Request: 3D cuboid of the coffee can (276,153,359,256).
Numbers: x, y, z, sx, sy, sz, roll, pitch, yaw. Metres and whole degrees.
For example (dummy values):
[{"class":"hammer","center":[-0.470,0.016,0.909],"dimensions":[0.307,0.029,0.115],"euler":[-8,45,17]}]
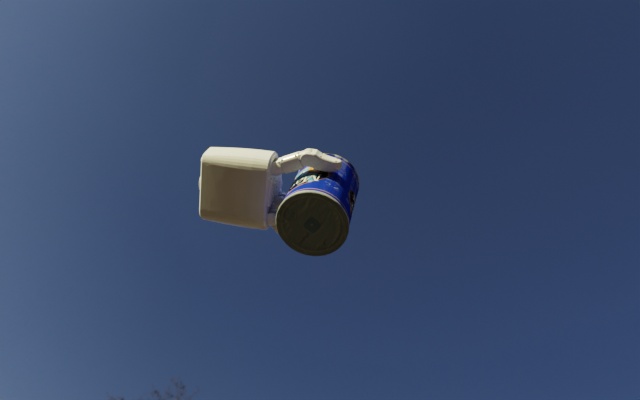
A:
[{"class":"coffee can","center":[0.000,0.002,0.715],"dimensions":[0.103,0.103,0.140],"euler":[0,27,11]}]
